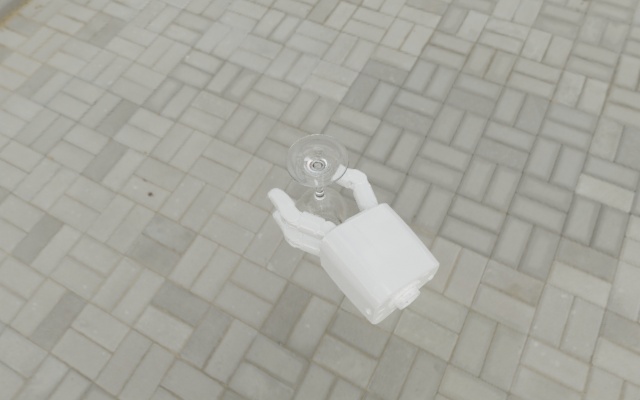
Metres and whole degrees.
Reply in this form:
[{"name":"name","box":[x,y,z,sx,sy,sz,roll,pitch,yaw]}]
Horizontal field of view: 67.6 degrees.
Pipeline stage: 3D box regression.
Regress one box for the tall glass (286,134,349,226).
[{"name":"tall glass","box":[0.000,0.002,0.642,0.079,0.079,0.201,0,-30,2]}]
